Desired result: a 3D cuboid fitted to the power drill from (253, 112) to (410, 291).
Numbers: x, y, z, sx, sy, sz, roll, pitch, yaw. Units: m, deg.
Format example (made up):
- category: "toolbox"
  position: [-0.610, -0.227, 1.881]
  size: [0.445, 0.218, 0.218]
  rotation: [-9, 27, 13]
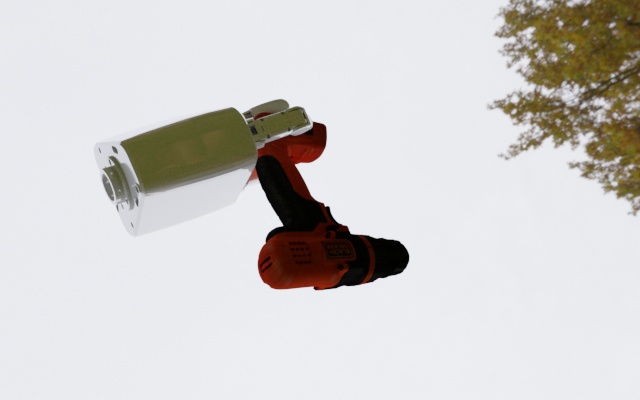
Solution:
- category: "power drill"
  position: [0.000, 0.001, 0.495]
  size: [0.184, 0.187, 0.057]
  rotation: [4, -37, -43]
